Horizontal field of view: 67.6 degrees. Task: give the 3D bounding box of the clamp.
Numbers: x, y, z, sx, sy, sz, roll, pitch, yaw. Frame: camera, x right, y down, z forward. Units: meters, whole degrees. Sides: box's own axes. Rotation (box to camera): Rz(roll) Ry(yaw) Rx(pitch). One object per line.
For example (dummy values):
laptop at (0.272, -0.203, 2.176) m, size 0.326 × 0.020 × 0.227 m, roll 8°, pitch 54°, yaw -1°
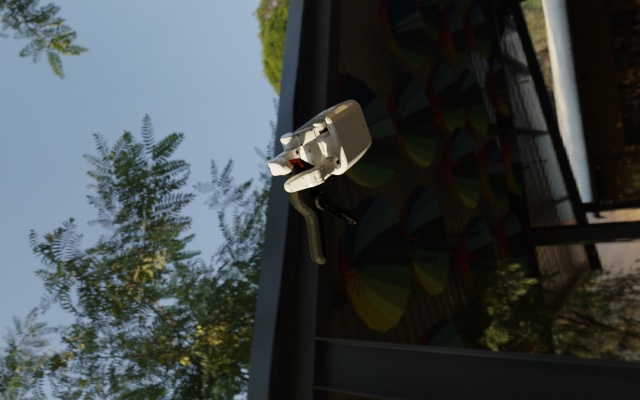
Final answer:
clamp at (0.000, 0.003, 0.772) m, size 0.039 × 0.171 × 0.120 m, roll -7°, pitch 21°, yaw 37°
